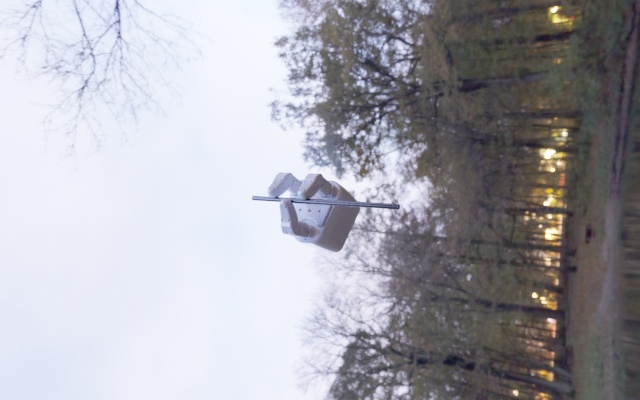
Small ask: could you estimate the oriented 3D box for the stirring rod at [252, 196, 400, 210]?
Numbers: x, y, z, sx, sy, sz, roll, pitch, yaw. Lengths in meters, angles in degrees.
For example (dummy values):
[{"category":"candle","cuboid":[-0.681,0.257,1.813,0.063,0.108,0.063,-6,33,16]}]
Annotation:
[{"category":"stirring rod","cuboid":[0.000,0.002,0.707,0.239,0.011,0.011,3,1,27]}]
